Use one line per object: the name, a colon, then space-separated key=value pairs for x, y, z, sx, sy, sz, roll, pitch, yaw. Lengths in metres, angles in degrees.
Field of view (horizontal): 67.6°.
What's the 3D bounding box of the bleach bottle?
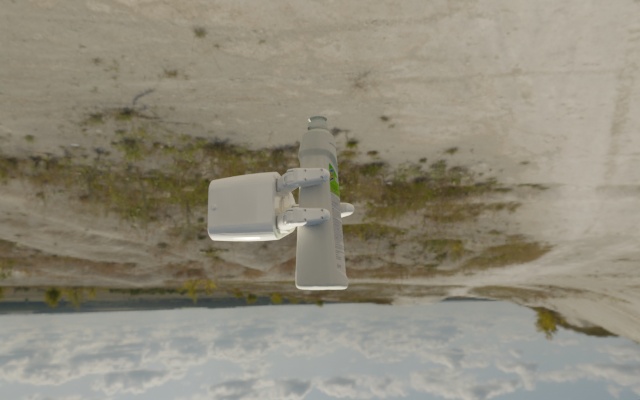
bleach bottle: x=0.000 y=0.002 z=0.700 sx=0.068 sy=0.250 sz=0.102 roll=-3 pitch=-12 yaw=12
